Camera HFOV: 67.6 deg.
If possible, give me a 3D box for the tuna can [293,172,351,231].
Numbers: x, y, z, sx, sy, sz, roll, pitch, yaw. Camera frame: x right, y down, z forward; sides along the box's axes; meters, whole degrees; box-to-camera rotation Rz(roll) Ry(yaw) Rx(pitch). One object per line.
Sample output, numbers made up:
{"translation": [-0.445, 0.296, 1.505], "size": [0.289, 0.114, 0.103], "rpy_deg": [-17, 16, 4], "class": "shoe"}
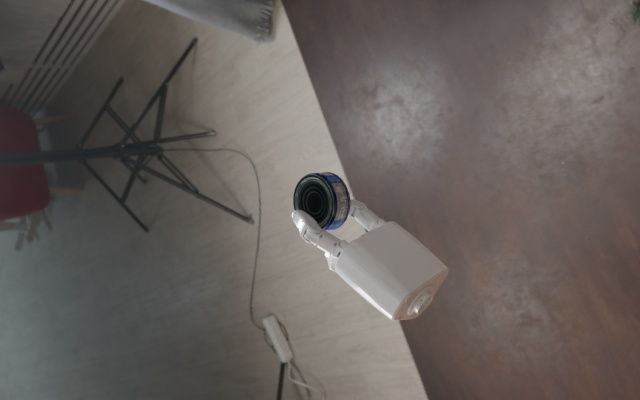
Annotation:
{"translation": [0.000, 0.002, 0.686], "size": [0.086, 0.086, 0.034], "rpy_deg": [0, 5, 44], "class": "tuna can"}
